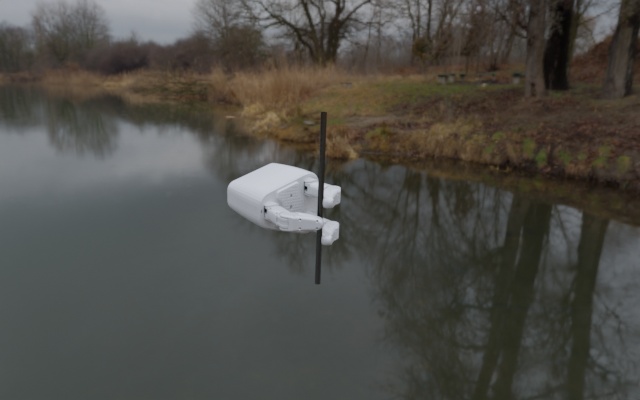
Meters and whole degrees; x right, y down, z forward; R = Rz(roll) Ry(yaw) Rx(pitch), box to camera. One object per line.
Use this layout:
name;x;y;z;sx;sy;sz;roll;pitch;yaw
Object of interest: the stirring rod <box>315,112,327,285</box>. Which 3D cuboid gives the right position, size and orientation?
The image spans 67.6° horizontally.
stirring rod;0.000;0.002;0.646;0.011;0.239;0.011;2;16;-1
